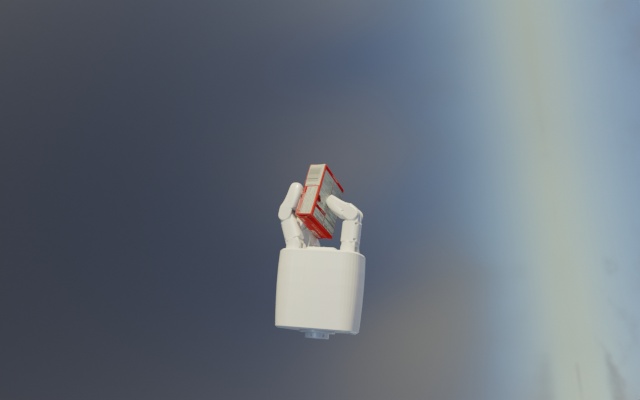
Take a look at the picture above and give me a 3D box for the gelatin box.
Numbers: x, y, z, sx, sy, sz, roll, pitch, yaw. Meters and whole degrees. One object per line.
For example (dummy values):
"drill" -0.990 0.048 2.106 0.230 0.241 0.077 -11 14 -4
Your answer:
"gelatin box" 0.001 0.002 0.707 0.030 0.089 0.073 0 -30 28
